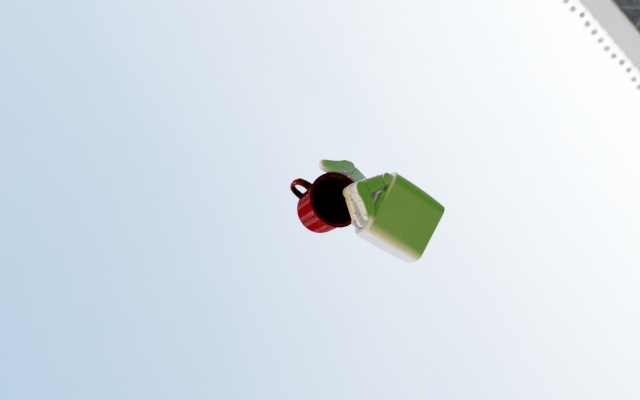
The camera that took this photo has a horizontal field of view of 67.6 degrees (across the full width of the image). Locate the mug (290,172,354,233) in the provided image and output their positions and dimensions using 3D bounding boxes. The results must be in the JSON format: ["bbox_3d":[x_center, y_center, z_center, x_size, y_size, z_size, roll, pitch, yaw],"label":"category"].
[{"bbox_3d":[-0.001,0.002,0.795,0.117,0.093,0.081,31,-25,-12],"label":"mug"}]
